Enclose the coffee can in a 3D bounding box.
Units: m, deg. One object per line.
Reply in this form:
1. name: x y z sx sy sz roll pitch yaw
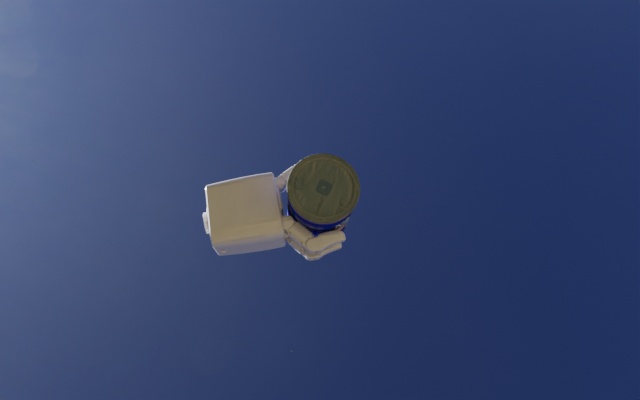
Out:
1. coffee can: 0.000 0.002 0.727 0.103 0.102 0.140 0 -17 -4
